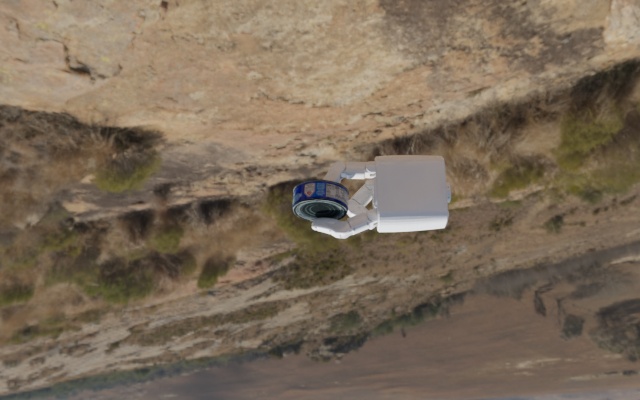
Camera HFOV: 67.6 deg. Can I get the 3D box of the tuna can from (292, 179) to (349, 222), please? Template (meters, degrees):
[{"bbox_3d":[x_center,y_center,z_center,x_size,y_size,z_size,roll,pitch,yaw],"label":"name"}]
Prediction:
[{"bbox_3d":[0.000,0.003,0.727,0.086,0.033,0.086,3,-26,1],"label":"tuna can"}]
